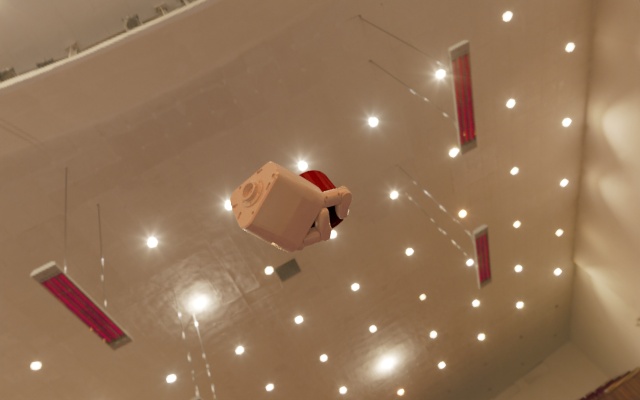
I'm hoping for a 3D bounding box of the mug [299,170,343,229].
[{"bbox_3d":[0.001,0.003,0.873,0.117,0.093,0.081,34,14,-41],"label":"mug"}]
